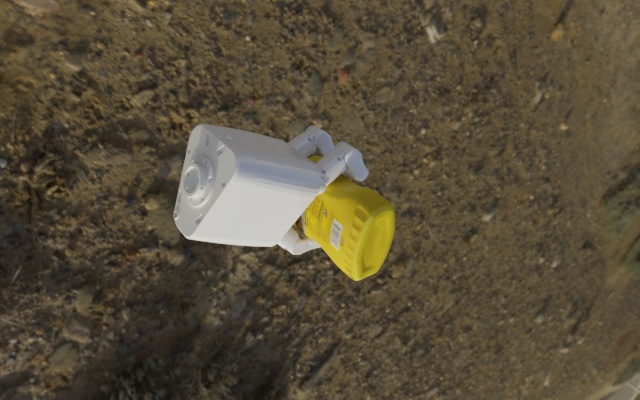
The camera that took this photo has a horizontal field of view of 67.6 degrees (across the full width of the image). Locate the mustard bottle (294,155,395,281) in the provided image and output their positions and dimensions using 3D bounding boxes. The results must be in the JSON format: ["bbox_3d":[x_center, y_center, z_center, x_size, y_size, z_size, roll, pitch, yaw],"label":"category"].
[{"bbox_3d":[0.001,0.002,0.557,0.058,0.096,0.191,-18,40,-34],"label":"mustard bottle"}]
